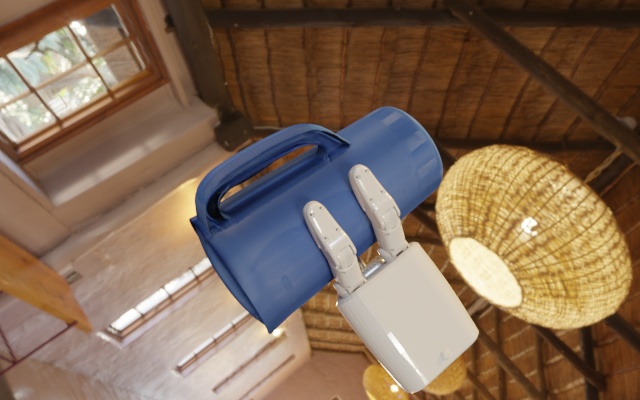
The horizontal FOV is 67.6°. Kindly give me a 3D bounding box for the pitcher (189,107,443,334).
[{"bbox_3d":[0.000,0.002,0.475,0.243,0.145,0.149,-36,-3,-16],"label":"pitcher"}]
